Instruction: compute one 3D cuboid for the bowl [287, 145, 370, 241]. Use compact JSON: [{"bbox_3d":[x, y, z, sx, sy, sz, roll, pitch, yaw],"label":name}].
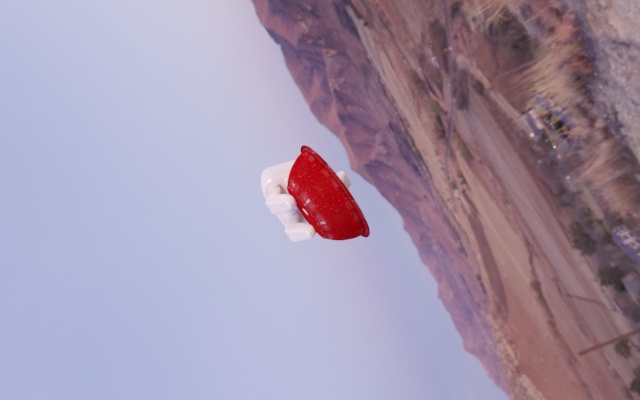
[{"bbox_3d":[0.000,0.002,0.682,0.055,0.162,0.162,-36,7,-9],"label":"bowl"}]
